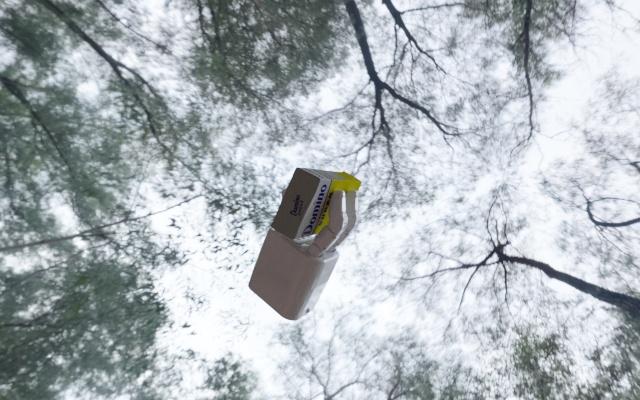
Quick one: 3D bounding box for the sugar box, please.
[{"bbox_3d":[0.001,0.003,0.708,0.048,0.093,0.176,28,12,17],"label":"sugar box"}]
